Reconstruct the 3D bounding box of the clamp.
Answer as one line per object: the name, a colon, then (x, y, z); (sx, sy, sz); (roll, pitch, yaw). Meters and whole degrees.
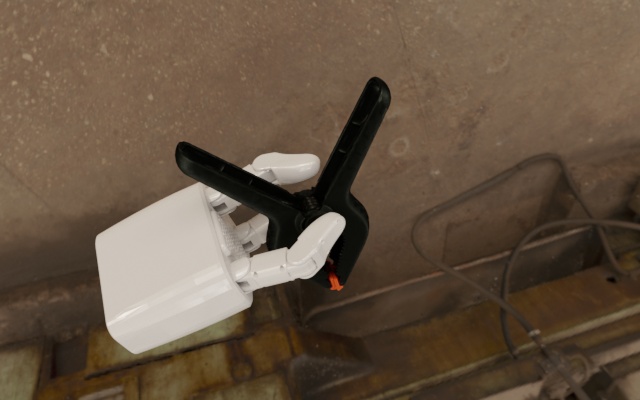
clamp: (0.000, 0.002, 0.407); (0.164, 0.210, 0.036); (-24, 42, 2)
